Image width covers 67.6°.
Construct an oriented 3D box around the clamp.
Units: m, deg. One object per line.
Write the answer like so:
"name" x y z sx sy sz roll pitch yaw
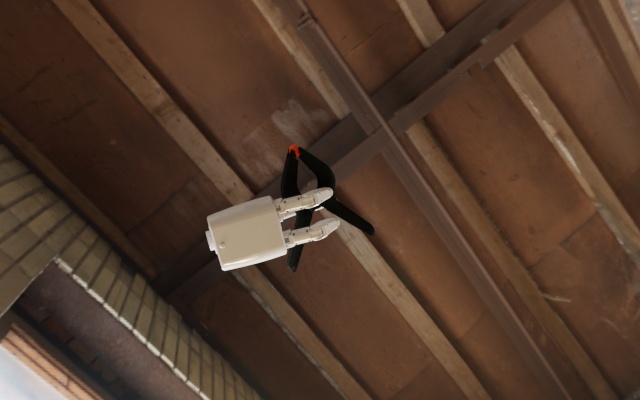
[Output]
"clamp" 0.000 0.002 0.809 0.164 0.210 0.036 -17 15 -12
